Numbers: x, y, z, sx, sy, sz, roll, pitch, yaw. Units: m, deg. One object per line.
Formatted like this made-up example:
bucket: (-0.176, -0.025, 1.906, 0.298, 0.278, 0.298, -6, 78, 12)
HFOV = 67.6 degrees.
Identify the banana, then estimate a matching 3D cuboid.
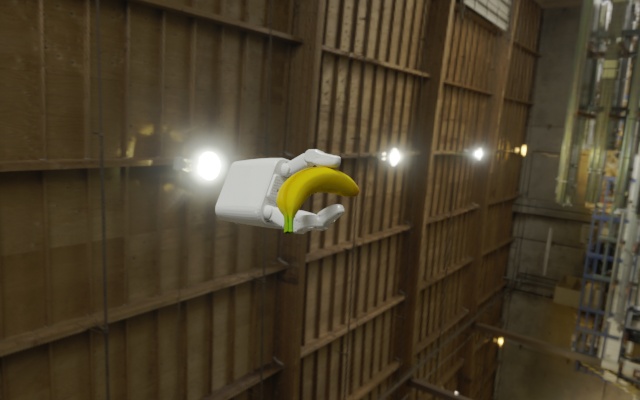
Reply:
banana: (-0.006, -0.015, 0.685, 0.037, 0.069, 0.197, -5, 13, 36)
